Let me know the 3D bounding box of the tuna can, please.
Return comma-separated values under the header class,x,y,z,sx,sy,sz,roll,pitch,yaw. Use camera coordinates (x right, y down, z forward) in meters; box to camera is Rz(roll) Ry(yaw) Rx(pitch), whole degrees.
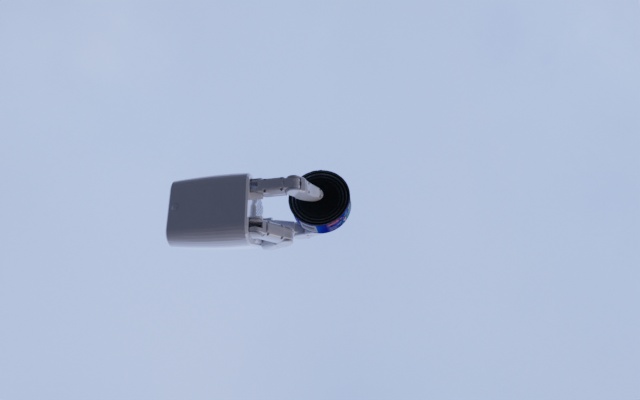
class,x,y,z,sx,sy,sz,roll,pitch,yaw
tuna can,0.000,0.002,0.667,0.086,0.086,0.034,0,-27,9
